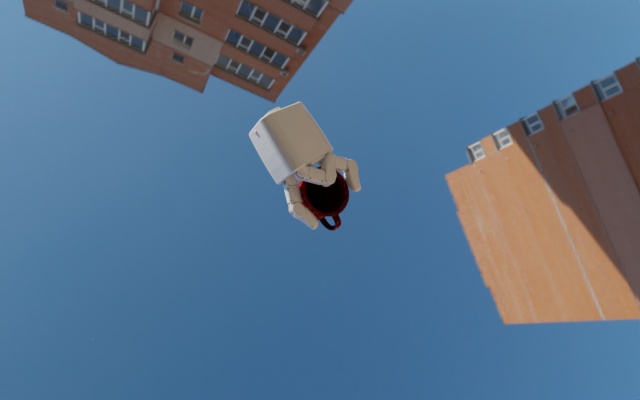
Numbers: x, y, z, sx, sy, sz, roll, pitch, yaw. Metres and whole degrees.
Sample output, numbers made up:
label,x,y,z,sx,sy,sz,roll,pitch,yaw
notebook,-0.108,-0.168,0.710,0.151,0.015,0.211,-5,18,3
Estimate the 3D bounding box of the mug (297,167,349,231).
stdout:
label,x,y,z,sx,sy,sz,roll,pitch,yaw
mug,0.001,0.004,0.890,0.093,0.117,0.081,-32,1,-29
